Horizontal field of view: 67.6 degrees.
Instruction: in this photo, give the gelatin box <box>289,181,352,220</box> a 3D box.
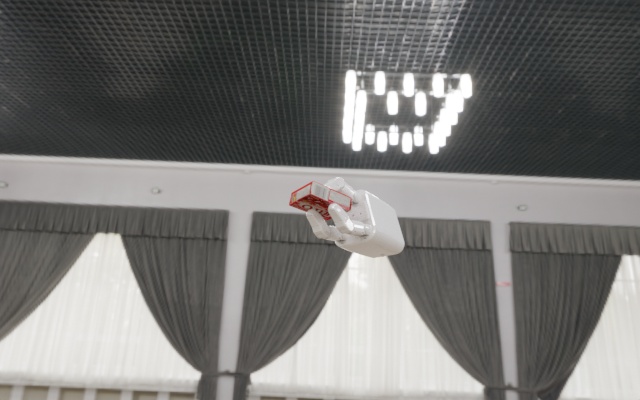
[{"bbox_3d":[0.000,0.002,0.859,0.089,0.030,0.073,23,-28,-28],"label":"gelatin box"}]
